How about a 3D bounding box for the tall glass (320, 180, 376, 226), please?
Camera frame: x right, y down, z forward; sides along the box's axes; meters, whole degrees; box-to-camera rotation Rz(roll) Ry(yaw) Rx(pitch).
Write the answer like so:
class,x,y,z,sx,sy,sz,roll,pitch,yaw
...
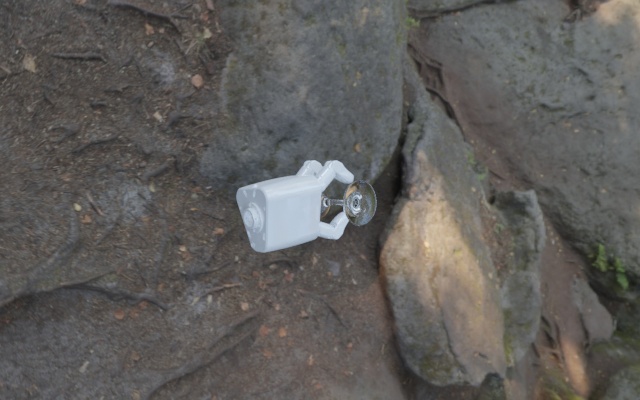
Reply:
class,x,y,z,sx,sy,sz,roll,pitch,yaw
tall glass,0.001,0.003,0.844,0.079,0.079,0.201,0,1,-40
